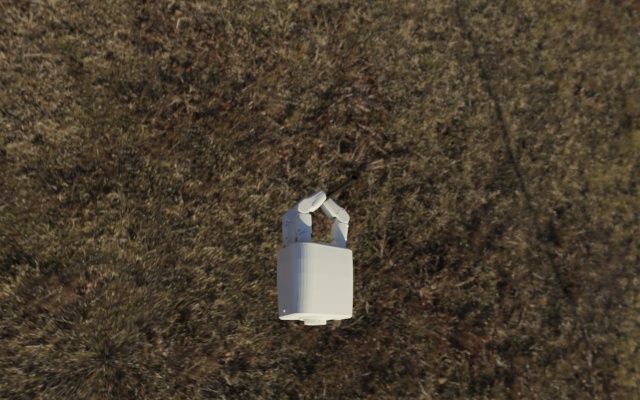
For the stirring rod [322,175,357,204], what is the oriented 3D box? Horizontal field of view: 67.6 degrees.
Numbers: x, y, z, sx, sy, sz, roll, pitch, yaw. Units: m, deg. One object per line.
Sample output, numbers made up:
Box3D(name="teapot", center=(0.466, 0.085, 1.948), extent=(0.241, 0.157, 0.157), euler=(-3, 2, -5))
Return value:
Box3D(name="stirring rod", center=(0.000, 0.003, 0.772), extent=(0.011, 0.011, 0.239), euler=(0, -17, -24))
